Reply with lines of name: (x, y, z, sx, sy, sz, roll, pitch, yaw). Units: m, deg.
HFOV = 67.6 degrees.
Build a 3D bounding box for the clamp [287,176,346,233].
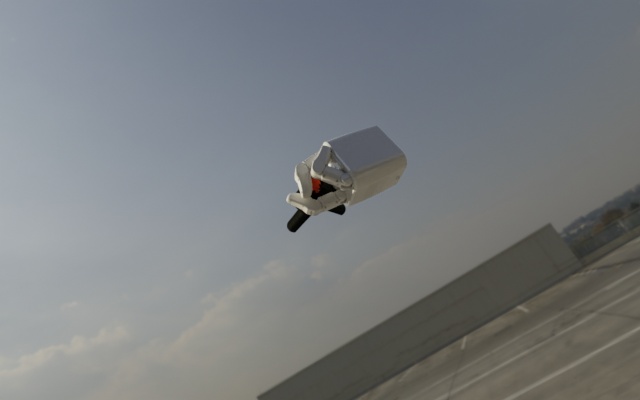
clamp: (0.000, 0.002, 0.880, 0.120, 0.039, 0.171, -22, -21, -18)
